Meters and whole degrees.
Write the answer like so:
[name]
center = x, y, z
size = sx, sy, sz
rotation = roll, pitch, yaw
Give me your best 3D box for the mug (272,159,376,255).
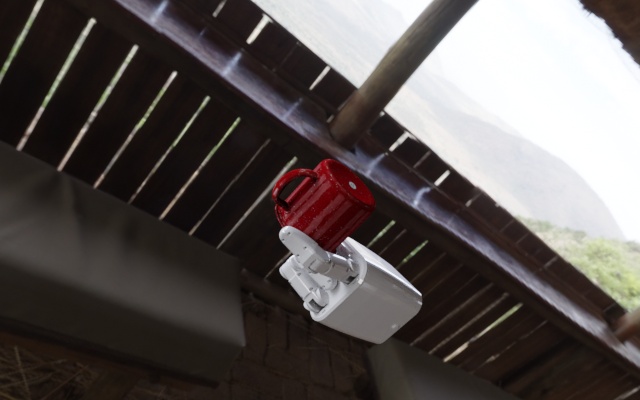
[mug]
center = -0.001, 0.001, 0.543
size = 0.117, 0.081, 0.093
rotation = 31, 24, -31
